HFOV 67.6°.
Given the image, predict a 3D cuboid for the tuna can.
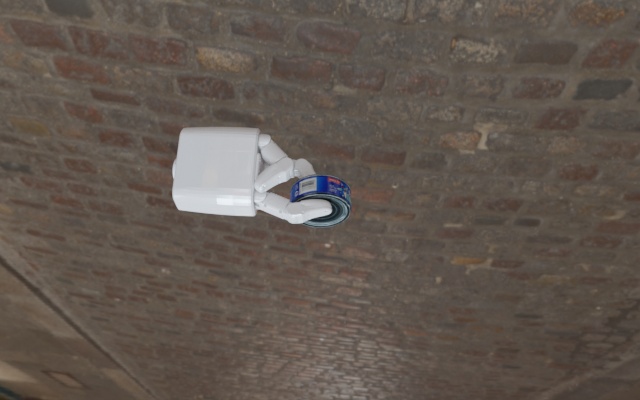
[{"bbox_3d":[0.000,0.003,0.660,0.086,0.033,0.086,0,-35,0],"label":"tuna can"}]
